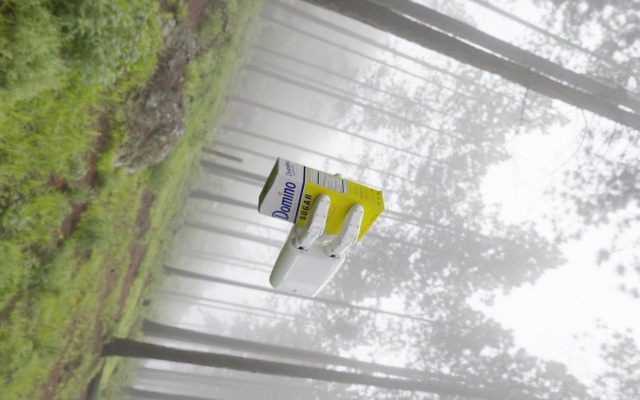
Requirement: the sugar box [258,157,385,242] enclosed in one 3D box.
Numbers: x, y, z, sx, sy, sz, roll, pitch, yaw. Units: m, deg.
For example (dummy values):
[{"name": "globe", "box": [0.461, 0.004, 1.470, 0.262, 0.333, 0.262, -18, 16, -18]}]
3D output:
[{"name": "sugar box", "box": [0.000, 0.003, 0.736, 0.176, 0.048, 0.093, 15, -46, -18]}]
